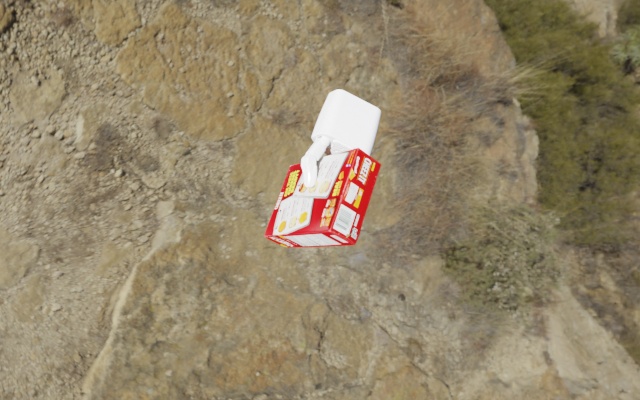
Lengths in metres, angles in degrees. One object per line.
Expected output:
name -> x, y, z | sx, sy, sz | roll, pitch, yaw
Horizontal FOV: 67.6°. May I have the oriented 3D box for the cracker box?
cracker box -> 0.000, 0.003, 0.897 | 0.072, 0.164, 0.214 | 31, -23, -30
